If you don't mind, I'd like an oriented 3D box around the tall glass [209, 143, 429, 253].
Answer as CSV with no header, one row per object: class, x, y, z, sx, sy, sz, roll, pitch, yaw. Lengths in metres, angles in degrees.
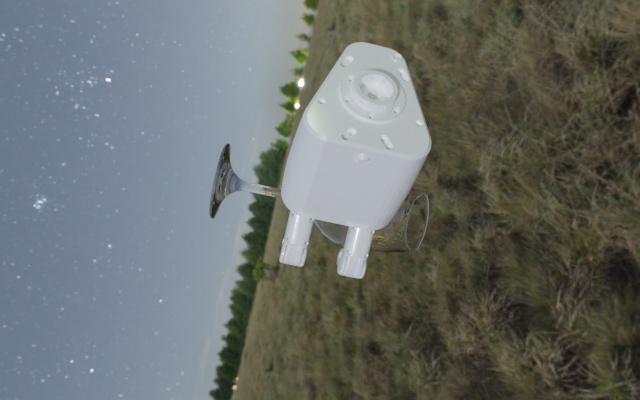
tall glass,-0.001,0.001,0.467,0.201,0.079,0.079,12,-1,-5
